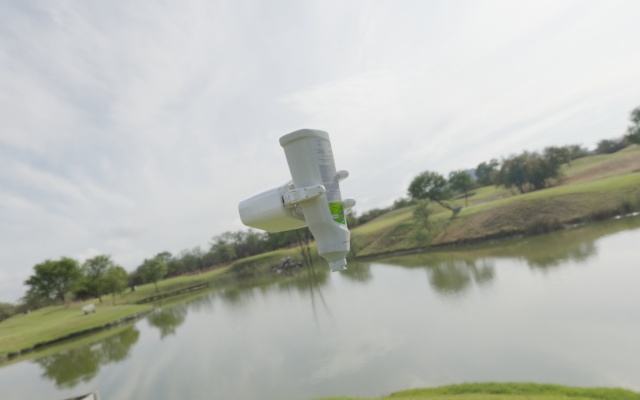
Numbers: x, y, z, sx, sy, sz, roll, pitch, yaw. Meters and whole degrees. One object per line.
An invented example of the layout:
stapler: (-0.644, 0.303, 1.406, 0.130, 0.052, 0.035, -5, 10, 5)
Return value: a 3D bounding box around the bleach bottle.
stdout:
bleach bottle: (0.000, 0.003, 0.847, 0.068, 0.251, 0.102, -16, -5, 31)
